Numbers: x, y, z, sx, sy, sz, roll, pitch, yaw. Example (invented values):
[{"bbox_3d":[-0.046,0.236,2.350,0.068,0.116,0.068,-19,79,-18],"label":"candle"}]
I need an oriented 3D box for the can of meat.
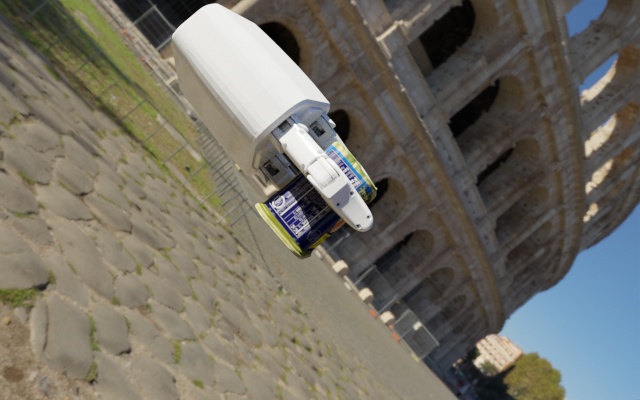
[{"bbox_3d":[0.000,0.001,0.411,0.084,0.057,0.102,-41,-7,0],"label":"can of meat"}]
